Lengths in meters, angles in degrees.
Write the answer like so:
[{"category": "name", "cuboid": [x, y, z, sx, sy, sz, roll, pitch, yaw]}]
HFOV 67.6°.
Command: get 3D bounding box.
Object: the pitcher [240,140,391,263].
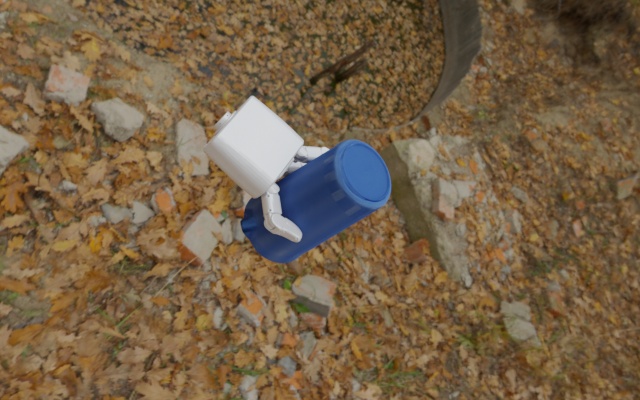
[{"category": "pitcher", "cuboid": [0.000, 0.002, 0.757, 0.145, 0.149, 0.243, 42, -42, -16]}]
